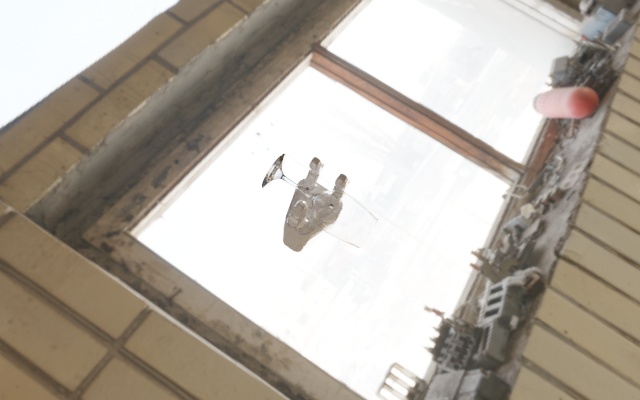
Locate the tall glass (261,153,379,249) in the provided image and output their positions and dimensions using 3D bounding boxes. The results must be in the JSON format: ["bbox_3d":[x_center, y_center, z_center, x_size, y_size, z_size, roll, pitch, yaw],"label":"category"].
[{"bbox_3d":[0.000,0.002,0.826,0.201,0.079,0.079,33,5,7],"label":"tall glass"}]
